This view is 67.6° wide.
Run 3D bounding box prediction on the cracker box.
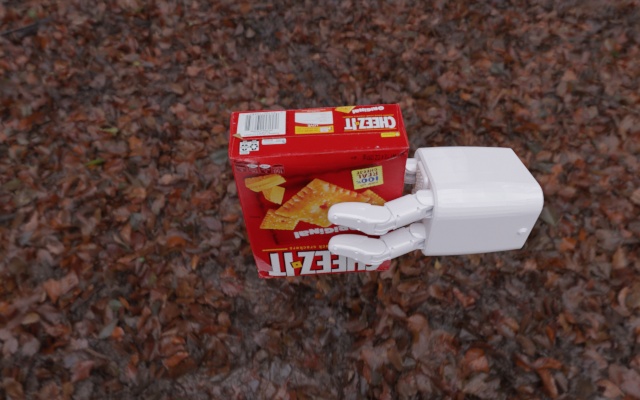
[{"bbox_3d":[0.000,0.001,0.518,0.164,0.072,0.214,-3,-40,0],"label":"cracker box"}]
